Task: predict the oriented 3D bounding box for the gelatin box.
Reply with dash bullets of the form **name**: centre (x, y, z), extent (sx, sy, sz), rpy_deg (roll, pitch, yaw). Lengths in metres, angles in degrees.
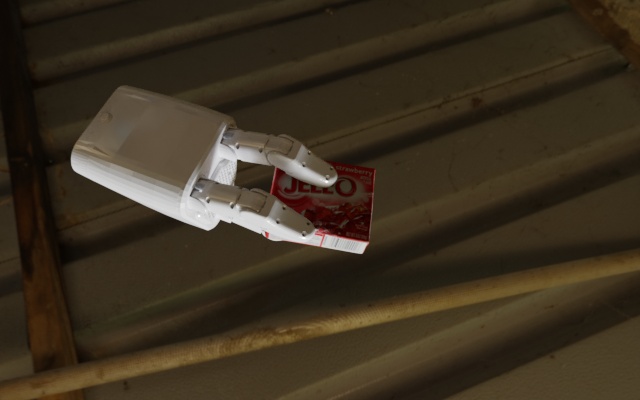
- **gelatin box**: centre (0.000, 0.002, 0.416), extent (0.089, 0.073, 0.030), rpy_deg (10, -28, -4)
